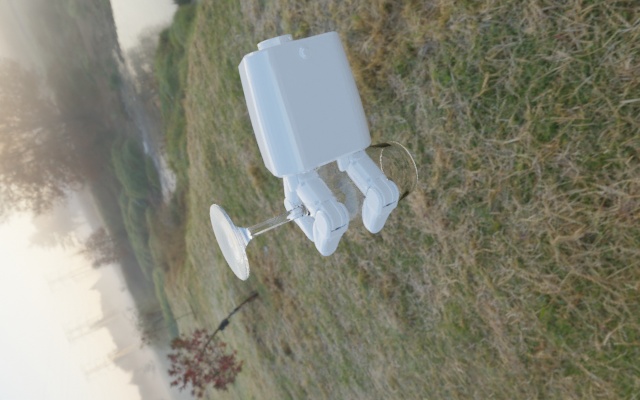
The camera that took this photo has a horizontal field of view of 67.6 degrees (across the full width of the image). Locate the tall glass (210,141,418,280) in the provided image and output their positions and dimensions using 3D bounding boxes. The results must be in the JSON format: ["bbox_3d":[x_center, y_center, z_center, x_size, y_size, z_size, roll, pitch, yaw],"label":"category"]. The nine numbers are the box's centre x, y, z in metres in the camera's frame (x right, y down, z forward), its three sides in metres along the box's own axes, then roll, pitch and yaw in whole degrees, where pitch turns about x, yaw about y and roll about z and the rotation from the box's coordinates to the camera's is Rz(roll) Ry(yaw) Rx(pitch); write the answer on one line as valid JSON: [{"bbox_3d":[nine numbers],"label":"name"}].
[{"bbox_3d":[0.000,0.002,0.468,0.201,0.079,0.079,-23,10,-25],"label":"tall glass"}]
